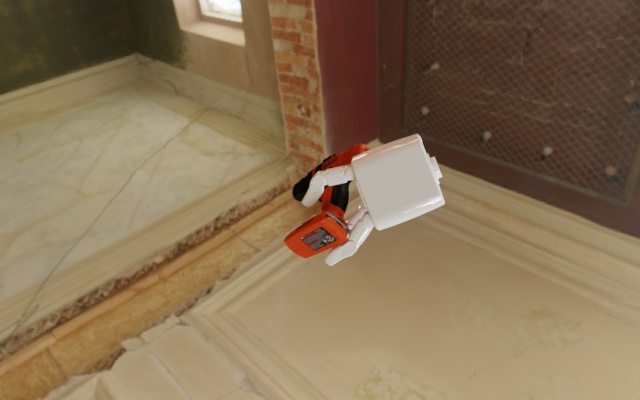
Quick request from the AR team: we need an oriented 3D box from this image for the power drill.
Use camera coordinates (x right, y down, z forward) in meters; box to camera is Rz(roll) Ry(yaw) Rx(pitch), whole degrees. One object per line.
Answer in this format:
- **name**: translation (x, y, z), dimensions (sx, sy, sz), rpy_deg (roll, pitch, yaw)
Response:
- **power drill**: translation (0.000, 0.003, 0.796), dimensions (0.057, 0.187, 0.184), rpy_deg (39, -47, -23)
